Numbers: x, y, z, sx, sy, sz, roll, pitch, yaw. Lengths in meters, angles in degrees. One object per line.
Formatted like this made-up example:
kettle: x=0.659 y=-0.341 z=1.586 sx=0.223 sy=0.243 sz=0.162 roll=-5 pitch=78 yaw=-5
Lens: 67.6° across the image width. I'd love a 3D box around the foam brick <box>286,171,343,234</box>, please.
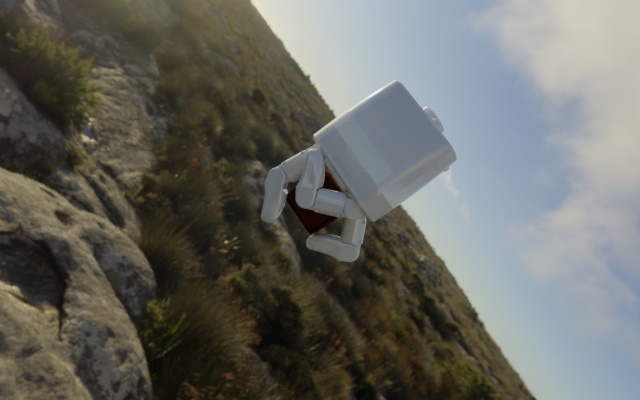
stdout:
foam brick: x=0.000 y=0.002 z=0.548 sx=0.051 sy=0.053 sz=0.078 roll=-35 pitch=-4 yaw=6
